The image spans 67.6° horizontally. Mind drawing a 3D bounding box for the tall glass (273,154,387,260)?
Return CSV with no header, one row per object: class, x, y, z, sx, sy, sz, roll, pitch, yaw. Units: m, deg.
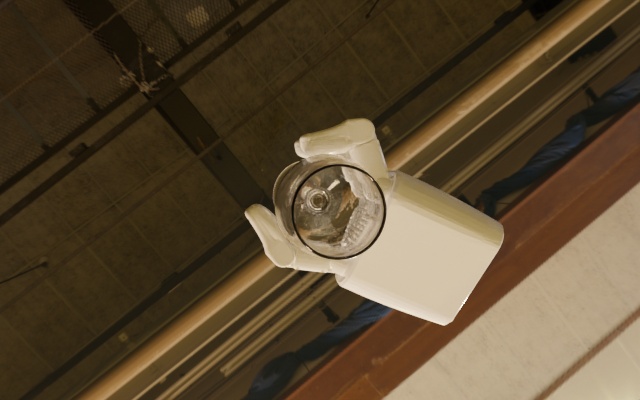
tall glass,0.000,0.001,0.401,0.079,0.079,0.201,0,4,-7
